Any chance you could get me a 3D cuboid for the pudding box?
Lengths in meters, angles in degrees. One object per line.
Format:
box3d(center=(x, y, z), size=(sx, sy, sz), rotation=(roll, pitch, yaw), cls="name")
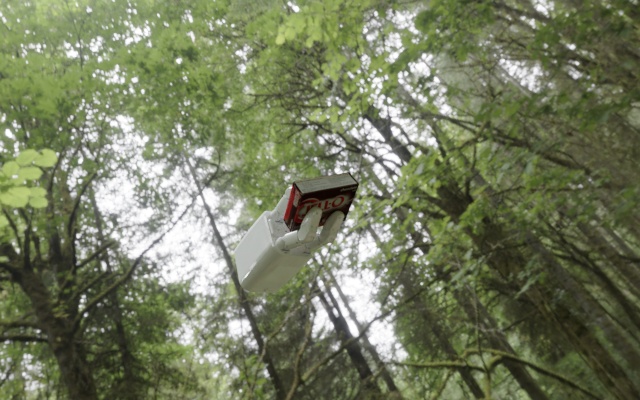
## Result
box3d(center=(0.000, 0.003, 0.800), size=(0.113, 0.090, 0.039), rotation=(-13, 51, -30), cls="pudding box")
